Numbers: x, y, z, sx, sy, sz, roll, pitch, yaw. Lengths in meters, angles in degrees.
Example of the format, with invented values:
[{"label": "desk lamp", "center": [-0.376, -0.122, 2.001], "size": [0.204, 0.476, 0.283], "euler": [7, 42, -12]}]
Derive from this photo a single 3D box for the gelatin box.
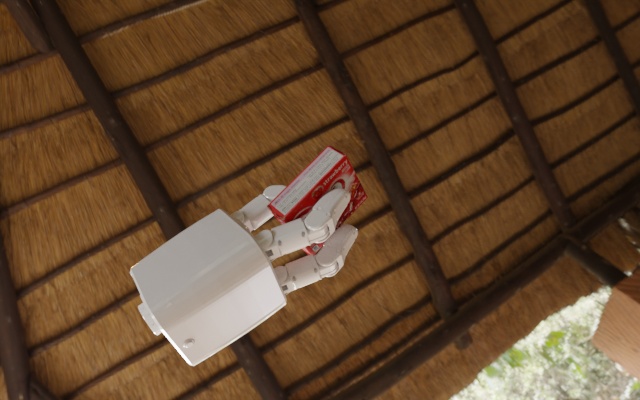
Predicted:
[{"label": "gelatin box", "center": [0.000, 0.001, 0.478], "size": [0.030, 0.089, 0.073], "euler": [35, -14, 40]}]
